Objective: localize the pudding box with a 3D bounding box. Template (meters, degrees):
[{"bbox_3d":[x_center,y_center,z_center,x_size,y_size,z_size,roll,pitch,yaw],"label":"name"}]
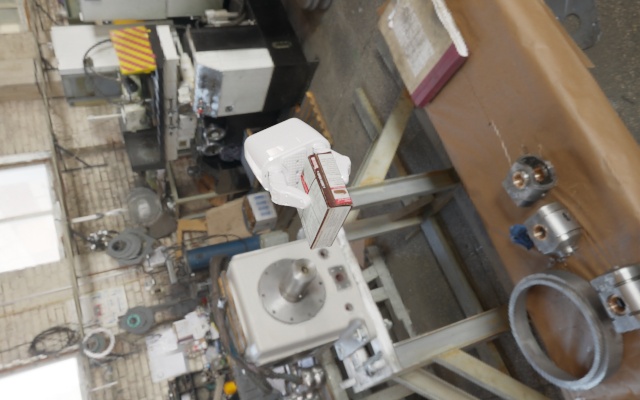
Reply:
[{"bbox_3d":[0.000,0.002,0.657,0.039,0.090,0.114,-10,-30,-20],"label":"pudding box"}]
